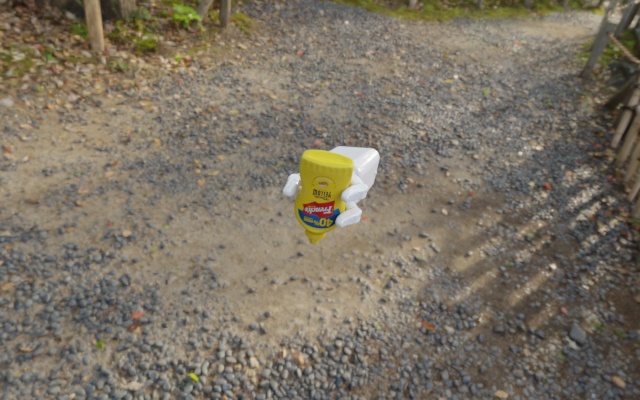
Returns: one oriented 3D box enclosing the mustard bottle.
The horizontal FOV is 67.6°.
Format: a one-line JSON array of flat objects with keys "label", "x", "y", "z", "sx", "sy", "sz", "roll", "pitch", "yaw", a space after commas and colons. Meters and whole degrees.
[{"label": "mustard bottle", "x": 0.000, "y": 0.003, "z": 0.898, "sx": 0.096, "sy": 0.192, "sz": 0.058, "roll": 10, "pitch": 33, "yaw": 0}]
